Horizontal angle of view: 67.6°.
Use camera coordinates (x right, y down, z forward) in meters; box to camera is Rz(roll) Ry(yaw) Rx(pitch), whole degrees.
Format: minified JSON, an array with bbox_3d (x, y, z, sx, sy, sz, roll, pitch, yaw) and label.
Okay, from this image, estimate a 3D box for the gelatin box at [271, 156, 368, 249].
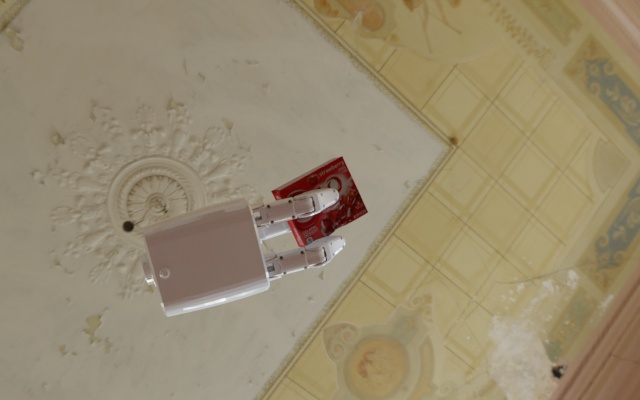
[{"bbox_3d":[0.000,0.002,0.542,0.089,0.073,0.030,-29,11,-19],"label":"gelatin box"}]
